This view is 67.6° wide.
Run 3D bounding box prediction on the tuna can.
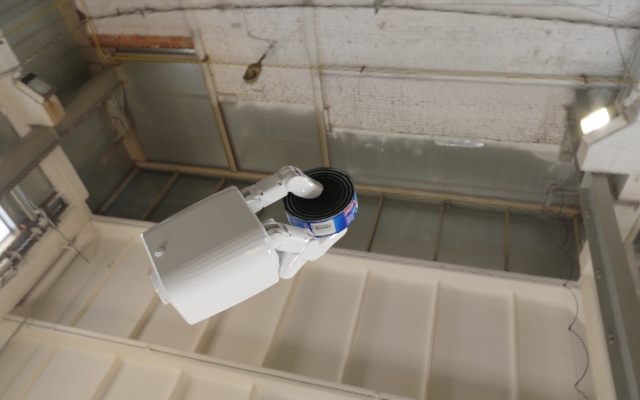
[{"bbox_3d":[0.000,0.002,0.559,0.086,0.086,0.034,0,-43,14],"label":"tuna can"}]
